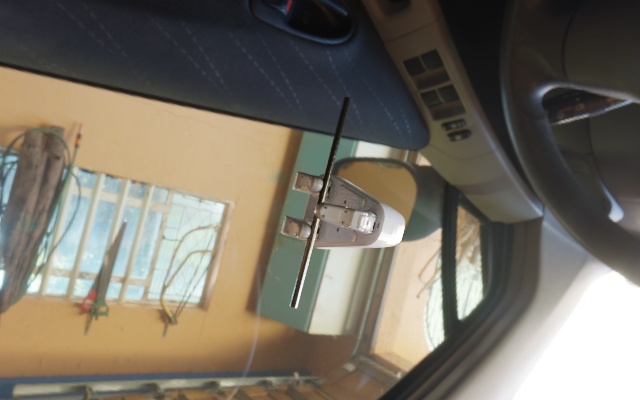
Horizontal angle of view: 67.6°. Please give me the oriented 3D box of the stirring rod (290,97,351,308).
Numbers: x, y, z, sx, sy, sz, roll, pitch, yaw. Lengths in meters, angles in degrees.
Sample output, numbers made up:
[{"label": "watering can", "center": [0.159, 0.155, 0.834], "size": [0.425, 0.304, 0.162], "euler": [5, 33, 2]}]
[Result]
[{"label": "stirring rod", "center": [0.000, 0.002, 0.532], "size": [0.011, 0.239, 0.011], "euler": [15, -1, 0]}]
